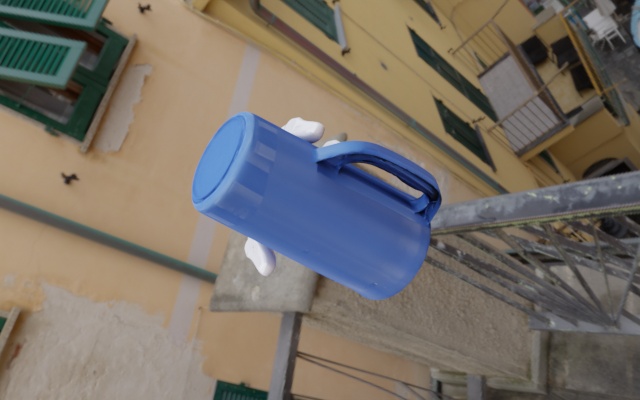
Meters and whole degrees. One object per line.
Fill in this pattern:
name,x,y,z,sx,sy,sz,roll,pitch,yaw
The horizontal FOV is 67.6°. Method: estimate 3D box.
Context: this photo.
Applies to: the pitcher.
pitcher,0.000,0.002,0.508,0.243,0.149,0.145,28,-7,-31
